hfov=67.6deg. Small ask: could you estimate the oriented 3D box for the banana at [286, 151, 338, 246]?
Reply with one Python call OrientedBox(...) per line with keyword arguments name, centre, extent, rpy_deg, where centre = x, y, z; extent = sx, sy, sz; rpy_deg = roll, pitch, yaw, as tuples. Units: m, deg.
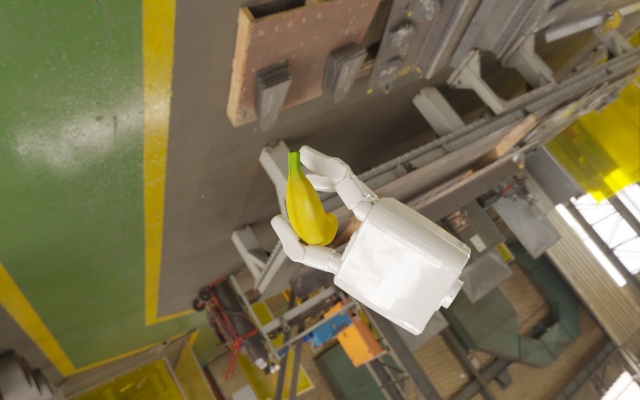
OrientedBox(name="banana", centre=(-0.005, 0.018, 0.545), extent=(0.037, 0.069, 0.198), rpy_deg=(9, -20, 14))
